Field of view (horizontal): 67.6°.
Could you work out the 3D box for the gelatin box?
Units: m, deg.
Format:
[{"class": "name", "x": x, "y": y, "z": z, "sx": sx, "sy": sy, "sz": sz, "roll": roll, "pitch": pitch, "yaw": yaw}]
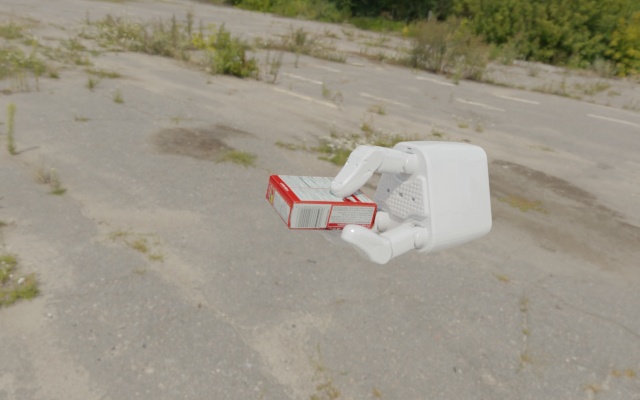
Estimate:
[{"class": "gelatin box", "x": 0.000, "y": 0.001, "z": 0.466, "sx": 0.089, "sy": 0.030, "sz": 0.073, "roll": 2, "pitch": 22, "yaw": -25}]
